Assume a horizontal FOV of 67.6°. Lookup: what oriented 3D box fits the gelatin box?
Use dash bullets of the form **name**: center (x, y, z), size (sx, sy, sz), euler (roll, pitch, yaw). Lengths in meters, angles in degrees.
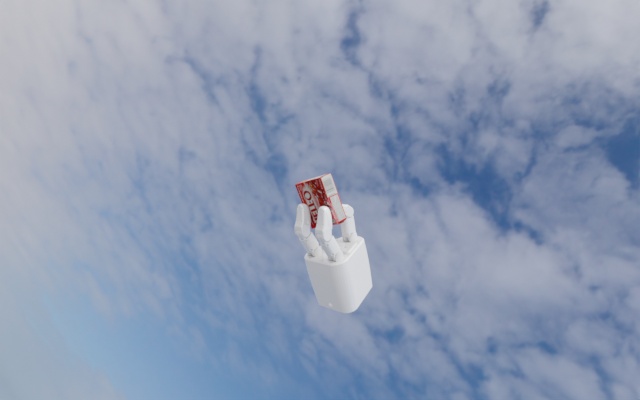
- **gelatin box**: center (0.000, 0.002, 0.849), size (0.030, 0.089, 0.073), euler (-25, 8, -40)
